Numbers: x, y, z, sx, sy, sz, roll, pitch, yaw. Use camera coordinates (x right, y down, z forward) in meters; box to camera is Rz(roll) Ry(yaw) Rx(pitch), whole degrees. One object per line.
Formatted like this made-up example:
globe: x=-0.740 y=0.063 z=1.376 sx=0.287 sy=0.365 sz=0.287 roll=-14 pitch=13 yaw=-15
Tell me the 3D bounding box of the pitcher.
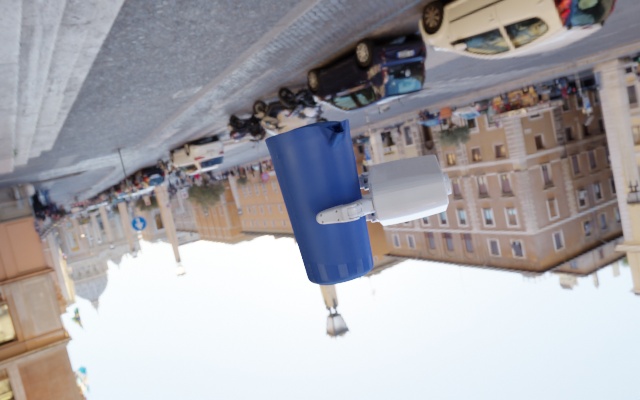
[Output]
pitcher: x=0.000 y=0.002 z=0.753 sx=0.145 sy=0.243 sz=0.149 roll=-12 pitch=5 yaw=11
